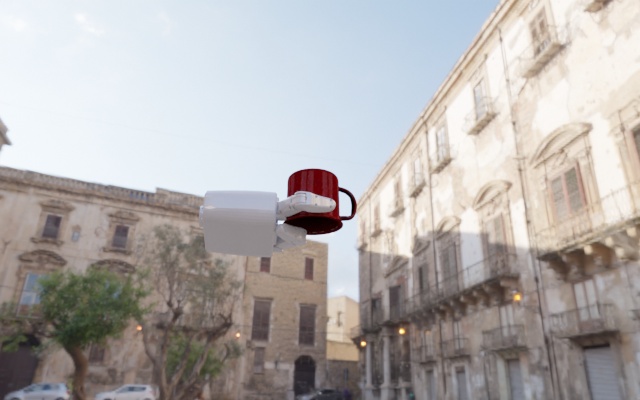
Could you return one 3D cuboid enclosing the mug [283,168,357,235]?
[{"bbox_3d":[0.002,0.002,0.746,0.117,0.081,0.093,3,-22,-9],"label":"mug"}]
